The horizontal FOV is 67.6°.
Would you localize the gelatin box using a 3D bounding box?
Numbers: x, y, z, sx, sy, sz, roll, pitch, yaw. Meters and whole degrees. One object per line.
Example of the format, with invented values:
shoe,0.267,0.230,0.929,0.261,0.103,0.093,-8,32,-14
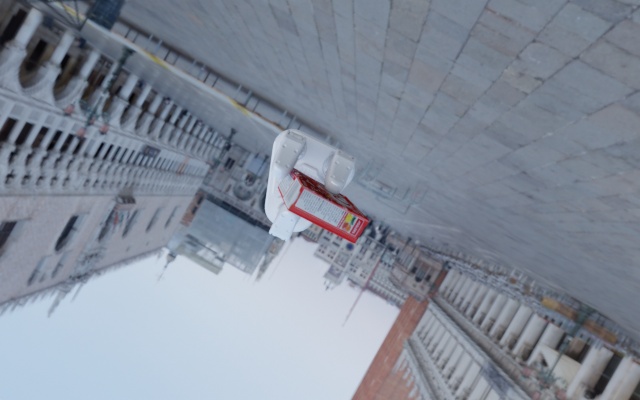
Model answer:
gelatin box,0.000,0.002,0.467,0.073,0.030,0.089,28,8,-17
